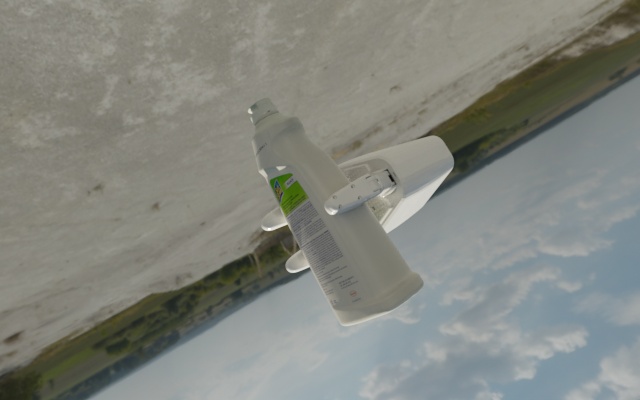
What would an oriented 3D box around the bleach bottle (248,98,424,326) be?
[{"bbox_3d":[0.000,0.002,0.498,0.068,0.251,0.102,-25,-7,-39],"label":"bleach bottle"}]
